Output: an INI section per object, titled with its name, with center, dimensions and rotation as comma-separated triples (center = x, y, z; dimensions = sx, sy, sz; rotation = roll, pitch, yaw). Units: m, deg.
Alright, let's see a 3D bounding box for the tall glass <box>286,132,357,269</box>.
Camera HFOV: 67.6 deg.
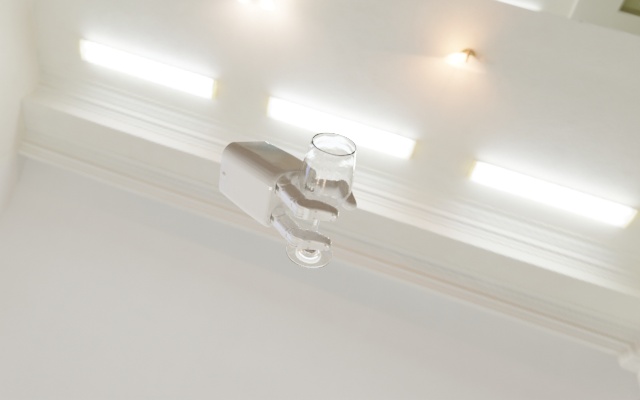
[tall glass]
center = 0.000, 0.003, 0.696
dimensions = 0.079, 0.201, 0.079
rotation = 9, 36, -6
